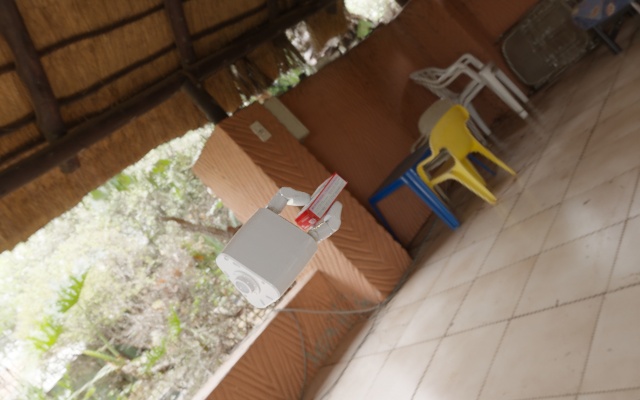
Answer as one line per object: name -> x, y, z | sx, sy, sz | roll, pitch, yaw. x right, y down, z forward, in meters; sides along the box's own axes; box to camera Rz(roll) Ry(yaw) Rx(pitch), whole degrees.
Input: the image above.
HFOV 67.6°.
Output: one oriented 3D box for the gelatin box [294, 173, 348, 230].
gelatin box -> 0.000, 0.002, 0.800 | 0.030, 0.089, 0.073 | 39, -25, -6
